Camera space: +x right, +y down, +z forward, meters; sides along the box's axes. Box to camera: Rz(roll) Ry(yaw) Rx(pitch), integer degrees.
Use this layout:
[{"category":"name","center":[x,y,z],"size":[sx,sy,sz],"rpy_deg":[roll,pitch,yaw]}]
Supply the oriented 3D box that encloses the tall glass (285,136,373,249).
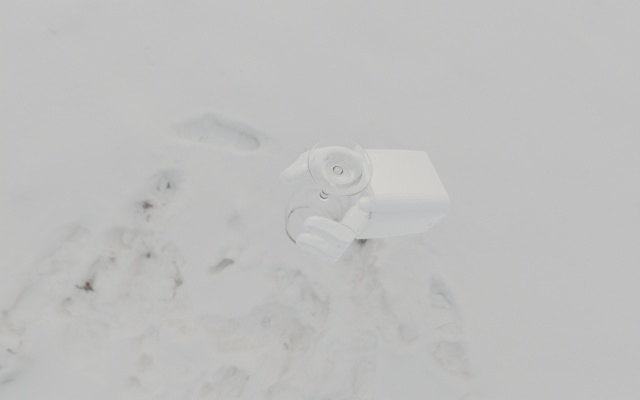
[{"category":"tall glass","center":[0.000,0.002,0.613],"size":[0.079,0.079,0.201],"rpy_deg":[0,-24,-15]}]
